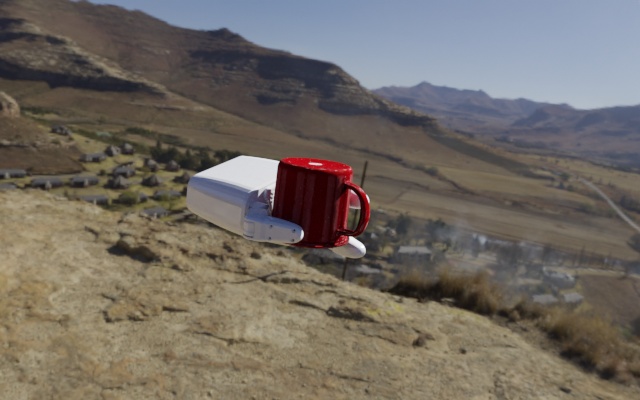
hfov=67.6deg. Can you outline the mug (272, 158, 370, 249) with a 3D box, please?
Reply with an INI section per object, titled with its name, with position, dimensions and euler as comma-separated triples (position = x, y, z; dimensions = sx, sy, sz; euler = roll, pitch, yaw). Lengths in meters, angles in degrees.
[mug]
position = 0.001, 0.002, 0.511
dimensions = 0.117, 0.081, 0.093
euler = 15, 15, 35
